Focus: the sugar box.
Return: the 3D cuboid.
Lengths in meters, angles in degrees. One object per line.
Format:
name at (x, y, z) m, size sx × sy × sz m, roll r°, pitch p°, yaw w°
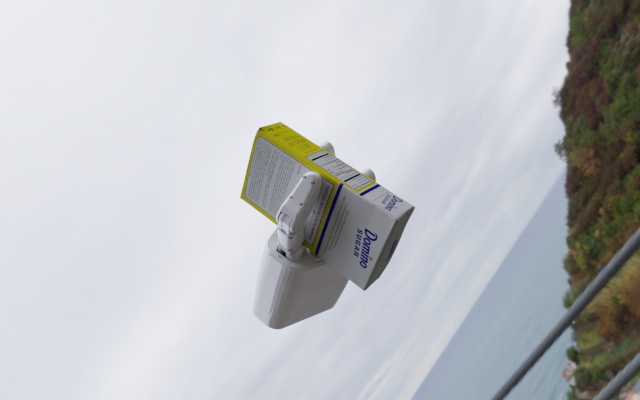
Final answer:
sugar box at (0.000, 0.001, 0.488) m, size 0.176 × 0.093 × 0.048 m, roll 34°, pitch 36°, yaw 20°
